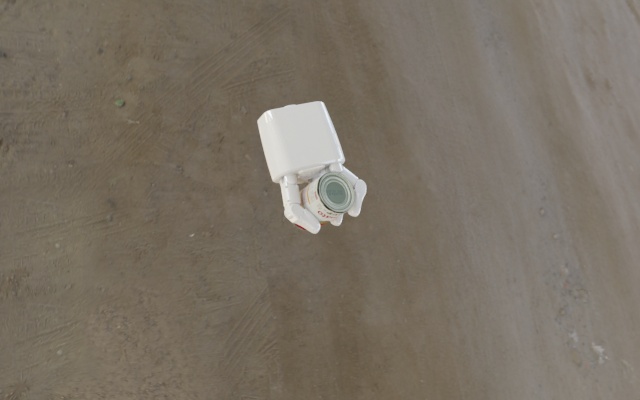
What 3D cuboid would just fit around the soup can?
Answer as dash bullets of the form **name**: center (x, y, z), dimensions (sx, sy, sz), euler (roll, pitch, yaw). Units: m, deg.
- **soup can**: center (0.000, 0.003, 0.756), dimensions (0.068, 0.068, 0.102), euler (0, -18, -32)
